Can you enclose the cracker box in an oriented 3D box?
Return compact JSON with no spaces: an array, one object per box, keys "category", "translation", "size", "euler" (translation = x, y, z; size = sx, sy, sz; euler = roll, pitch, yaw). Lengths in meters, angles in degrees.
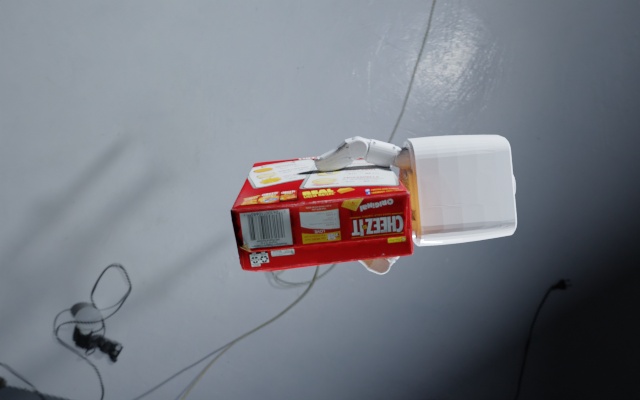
[{"category":"cracker box","translation":[0.000,0.002,0.533],"size":[0.164,0.072,0.213],"euler":[-6,16,0]}]
